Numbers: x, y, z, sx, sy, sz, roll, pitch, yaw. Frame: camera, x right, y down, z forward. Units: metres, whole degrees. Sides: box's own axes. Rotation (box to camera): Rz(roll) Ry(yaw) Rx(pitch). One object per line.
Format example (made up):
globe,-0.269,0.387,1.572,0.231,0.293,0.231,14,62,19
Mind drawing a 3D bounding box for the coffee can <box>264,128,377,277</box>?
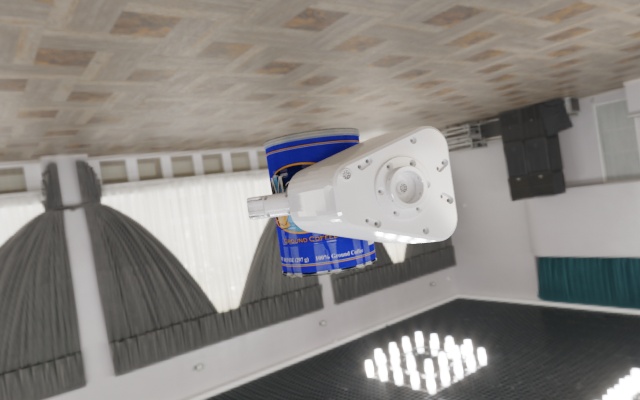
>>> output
coffee can,0.000,0.002,0.509,0.103,0.140,0.103,-8,1,0
